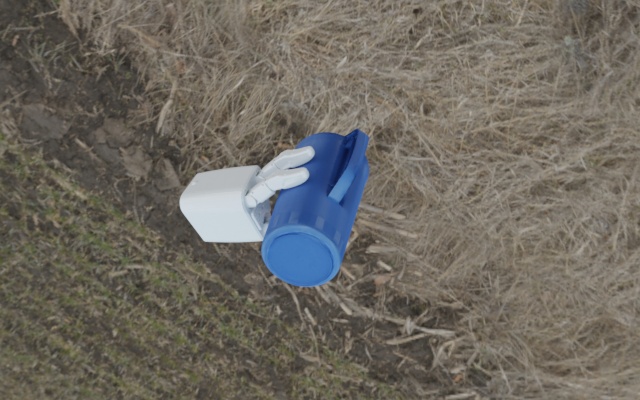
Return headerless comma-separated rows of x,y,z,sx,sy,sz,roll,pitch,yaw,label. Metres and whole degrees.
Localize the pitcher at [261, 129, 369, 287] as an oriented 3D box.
0.000,0.002,0.709,0.145,0.149,0.242,-2,34,14,pitcher
